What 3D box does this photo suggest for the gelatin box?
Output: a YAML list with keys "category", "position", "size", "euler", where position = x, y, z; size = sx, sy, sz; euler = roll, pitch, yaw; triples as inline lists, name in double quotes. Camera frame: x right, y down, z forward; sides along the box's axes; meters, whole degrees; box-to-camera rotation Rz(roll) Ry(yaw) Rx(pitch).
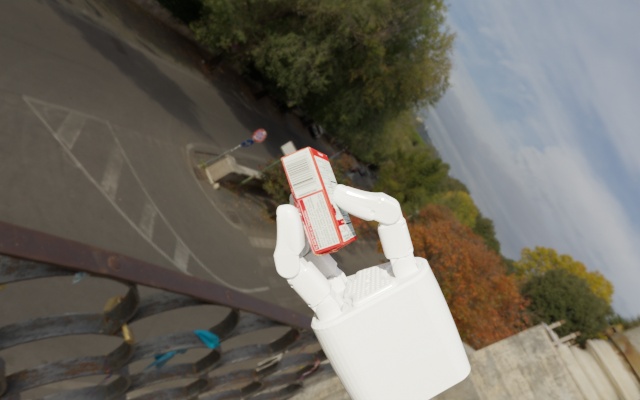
- category: "gelatin box"
  position: [0.000, 0.001, 0.425]
  size: [0.030, 0.089, 0.073]
  euler: [-20, -4, 12]
